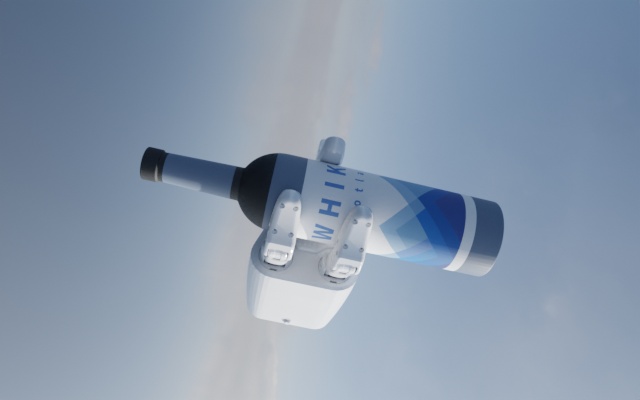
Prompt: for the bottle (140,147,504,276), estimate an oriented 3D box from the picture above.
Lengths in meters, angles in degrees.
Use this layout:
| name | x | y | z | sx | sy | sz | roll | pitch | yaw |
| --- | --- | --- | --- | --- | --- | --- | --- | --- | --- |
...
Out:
| name | x | y | z | sx | sy | sz | roll | pitch | yaw |
| --- | --- | --- | --- | --- | --- | --- | --- | --- | --- |
| bottle | 0.000 | 0.001 | 0.402 | 0.296 | 0.069 | 0.069 | 13 | -1 | -5 |
